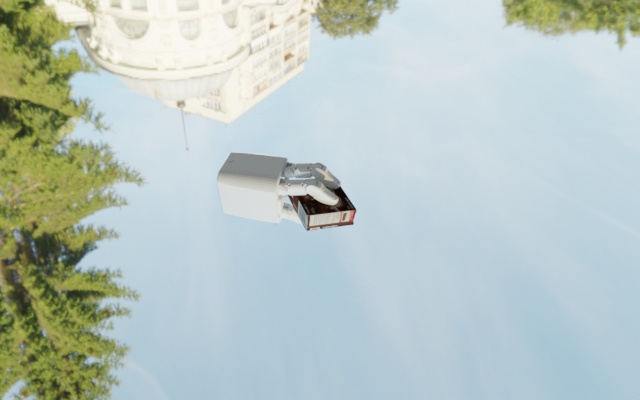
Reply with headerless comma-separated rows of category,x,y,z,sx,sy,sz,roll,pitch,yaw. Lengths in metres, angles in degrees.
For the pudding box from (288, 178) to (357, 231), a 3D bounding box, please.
pudding box,0.000,0.003,0.838,0.090,0.039,0.113,-7,38,-19
